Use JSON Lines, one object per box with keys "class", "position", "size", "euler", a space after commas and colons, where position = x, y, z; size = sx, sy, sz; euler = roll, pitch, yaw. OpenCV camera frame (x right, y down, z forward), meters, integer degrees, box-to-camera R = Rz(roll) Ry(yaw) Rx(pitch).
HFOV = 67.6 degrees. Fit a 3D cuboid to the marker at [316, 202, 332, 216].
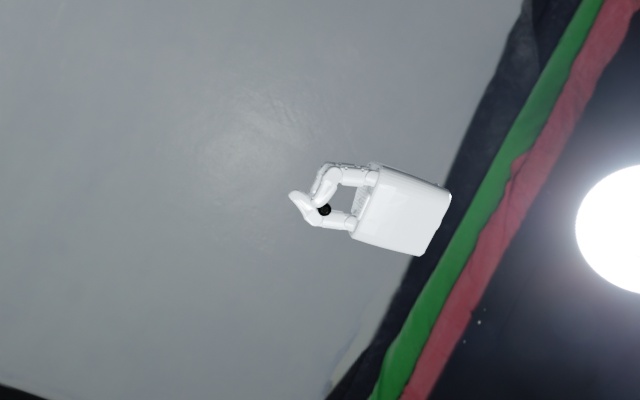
{"class": "marker", "position": [0.000, 0.002, 0.691], "size": [0.020, 0.020, 0.121], "euler": [0, 10, -6]}
